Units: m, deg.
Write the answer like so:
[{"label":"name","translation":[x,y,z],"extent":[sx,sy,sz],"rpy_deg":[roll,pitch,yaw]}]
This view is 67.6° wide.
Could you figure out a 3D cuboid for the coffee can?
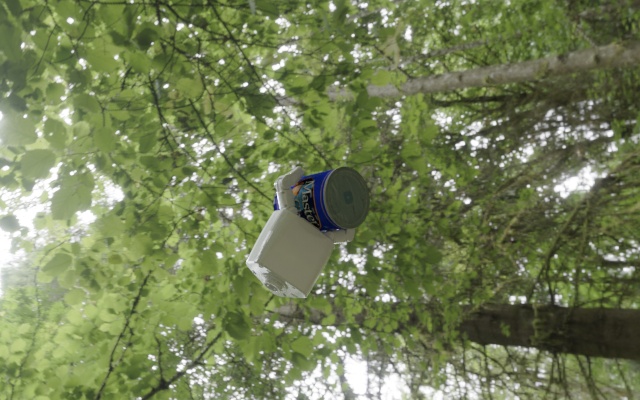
[{"label":"coffee can","translation":[0.000,0.003,0.830],"extent":[0.103,0.103,0.140],"rpy_deg":[0,-6,-42]}]
